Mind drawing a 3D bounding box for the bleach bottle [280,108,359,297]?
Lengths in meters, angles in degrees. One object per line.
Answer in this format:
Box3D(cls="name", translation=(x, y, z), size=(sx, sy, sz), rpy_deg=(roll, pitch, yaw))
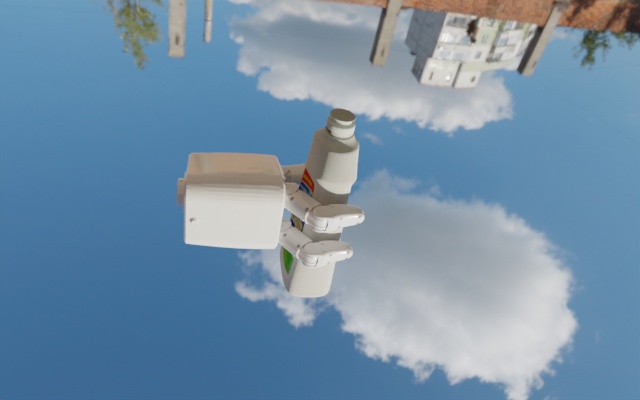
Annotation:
Box3D(cls="bleach bottle", translation=(0.000, 0.002, 0.582), size=(0.068, 0.251, 0.102), rpy_deg=(3, 39, -13))
